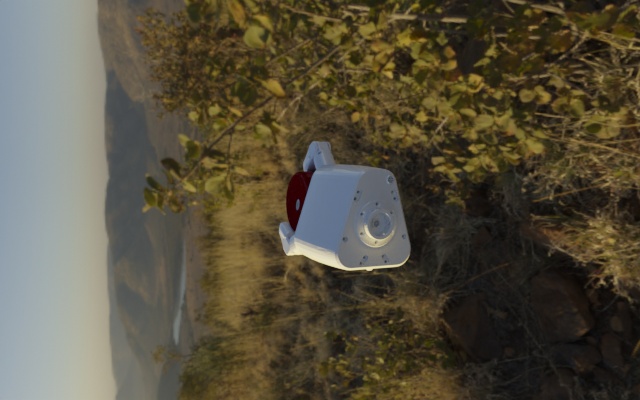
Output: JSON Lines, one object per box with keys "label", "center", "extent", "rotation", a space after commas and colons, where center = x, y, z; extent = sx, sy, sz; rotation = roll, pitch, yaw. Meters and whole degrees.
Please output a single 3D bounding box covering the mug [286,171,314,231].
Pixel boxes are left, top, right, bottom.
{"label": "mug", "center": [-0.001, 0.002, 0.643], "extent": [0.081, 0.093, 0.117], "rotation": [0, 4, -25]}
